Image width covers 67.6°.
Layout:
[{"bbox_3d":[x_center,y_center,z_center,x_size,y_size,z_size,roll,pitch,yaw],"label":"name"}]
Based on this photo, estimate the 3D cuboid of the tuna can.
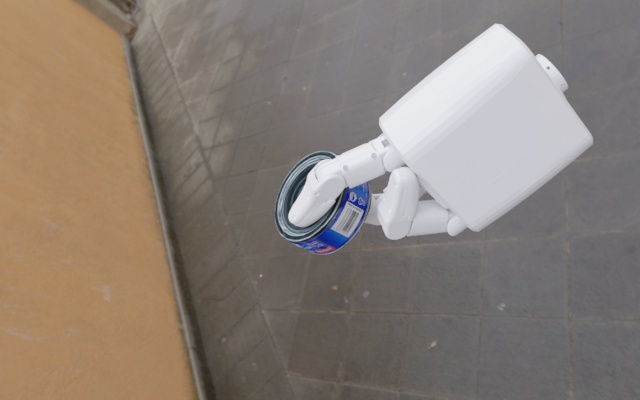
[{"bbox_3d":[0.000,0.001,0.410,0.086,0.086,0.034,0,-22,47],"label":"tuna can"}]
